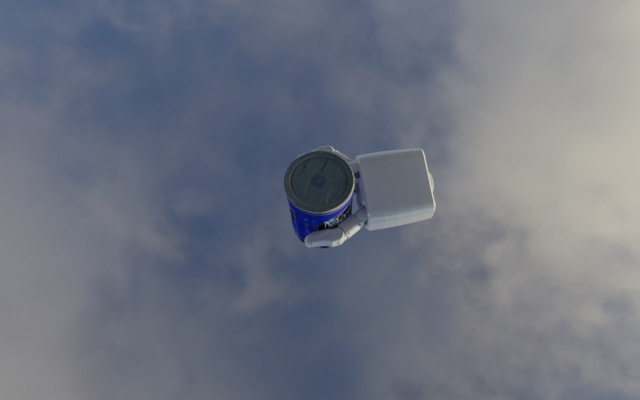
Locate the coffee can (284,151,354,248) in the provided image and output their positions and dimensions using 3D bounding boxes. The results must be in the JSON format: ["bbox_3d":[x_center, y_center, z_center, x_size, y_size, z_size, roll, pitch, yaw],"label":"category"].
[{"bbox_3d":[0.000,0.002,0.754,0.103,0.102,0.140,0,-27,2],"label":"coffee can"}]
